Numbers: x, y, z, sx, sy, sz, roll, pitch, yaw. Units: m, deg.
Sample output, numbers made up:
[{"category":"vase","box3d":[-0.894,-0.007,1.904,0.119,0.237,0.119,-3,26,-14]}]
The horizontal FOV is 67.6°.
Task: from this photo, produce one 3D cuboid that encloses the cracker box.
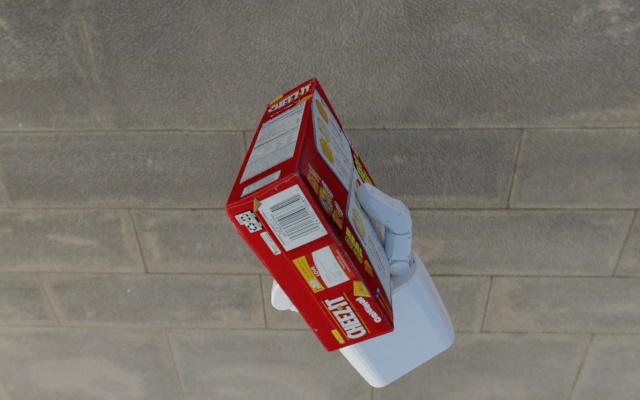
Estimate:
[{"category":"cracker box","box3d":[0.000,0.001,0.446,0.072,0.164,0.213,-24,27,16]}]
